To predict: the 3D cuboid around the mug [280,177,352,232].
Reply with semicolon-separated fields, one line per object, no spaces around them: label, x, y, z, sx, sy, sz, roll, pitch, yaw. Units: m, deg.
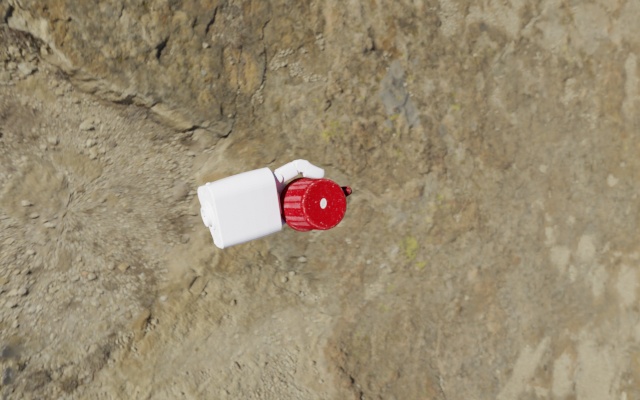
mug;0.001;0.002;0.782;0.117;0.093;0.081;-21;8;-25
